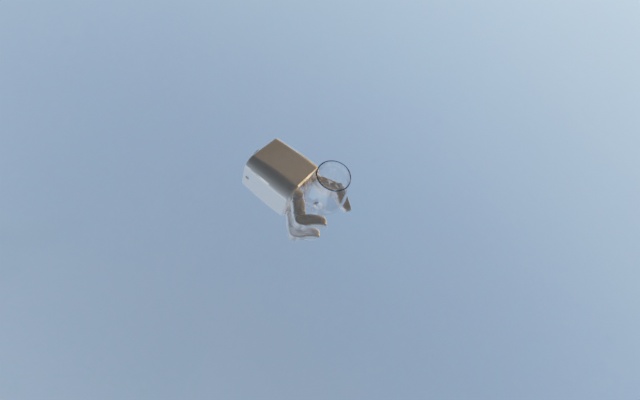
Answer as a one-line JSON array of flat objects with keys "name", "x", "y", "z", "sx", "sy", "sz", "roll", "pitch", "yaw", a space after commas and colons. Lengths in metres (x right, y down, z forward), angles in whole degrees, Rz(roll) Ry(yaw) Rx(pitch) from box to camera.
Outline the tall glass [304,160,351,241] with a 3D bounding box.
[{"name": "tall glass", "x": 0.000, "y": 0.003, "z": 0.895, "sx": 0.079, "sy": 0.079, "sz": 0.201, "roll": 0, "pitch": -27, "yaw": -15}]
